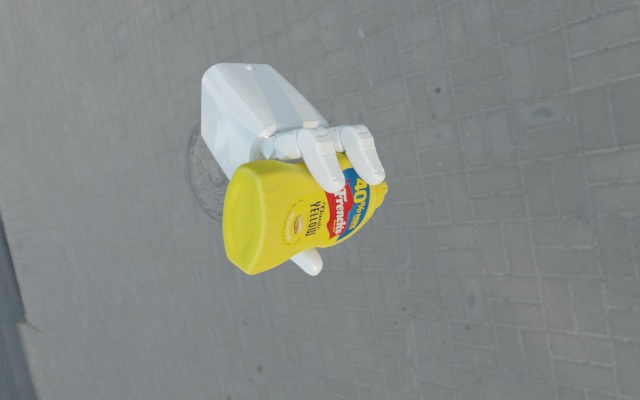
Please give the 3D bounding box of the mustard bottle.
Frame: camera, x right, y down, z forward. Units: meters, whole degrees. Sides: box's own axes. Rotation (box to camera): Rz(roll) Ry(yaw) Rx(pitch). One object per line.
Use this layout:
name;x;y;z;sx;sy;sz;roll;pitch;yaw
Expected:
mustard bottle;0.000;0.002;0.461;0.058;0.096;0.191;27;28;38
